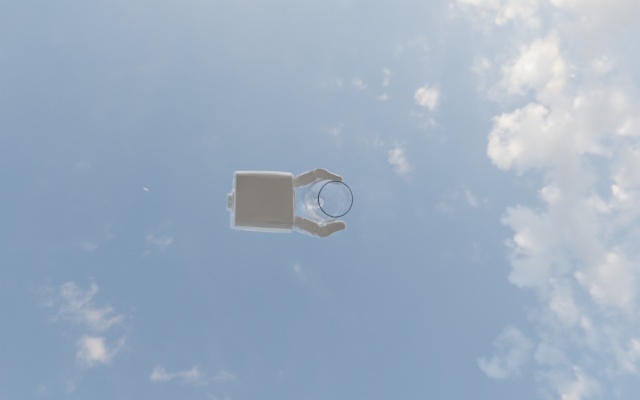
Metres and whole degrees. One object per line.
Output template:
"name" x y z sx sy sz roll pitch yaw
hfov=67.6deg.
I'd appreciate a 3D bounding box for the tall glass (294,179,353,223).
"tall glass" 0.000 0.003 0.890 0.079 0.079 0.201 0 -3 -15
